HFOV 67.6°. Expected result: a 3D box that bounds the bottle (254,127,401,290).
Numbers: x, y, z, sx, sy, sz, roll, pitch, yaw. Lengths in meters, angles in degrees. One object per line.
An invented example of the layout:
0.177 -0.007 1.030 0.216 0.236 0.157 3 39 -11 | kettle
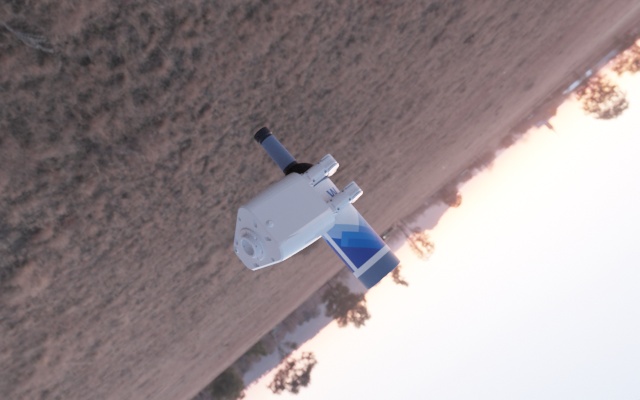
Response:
0.000 0.003 0.733 0.069 0.295 0.069 -40 -9 -7 | bottle
